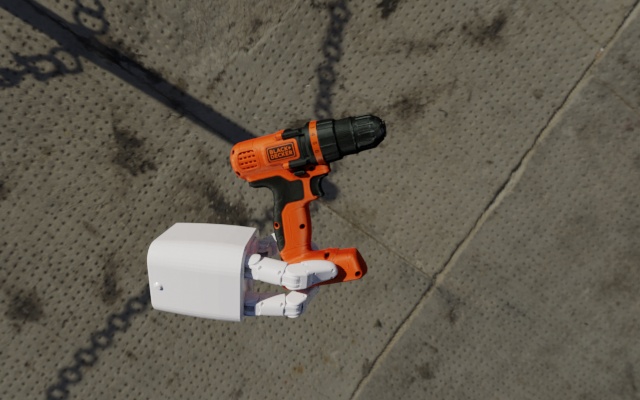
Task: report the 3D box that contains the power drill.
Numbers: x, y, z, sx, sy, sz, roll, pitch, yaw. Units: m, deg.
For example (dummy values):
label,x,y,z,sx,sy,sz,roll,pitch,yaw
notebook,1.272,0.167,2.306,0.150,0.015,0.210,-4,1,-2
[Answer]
label,x,y,z,sx,sy,sz,roll,pitch,yaw
power drill,0.000,0.002,0.561,0.184,0.187,0.057,-11,5,13
